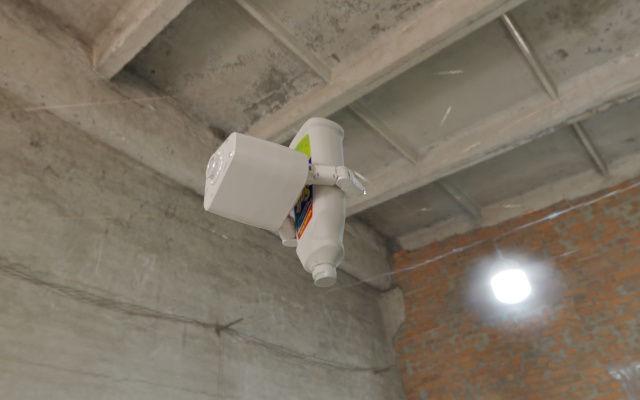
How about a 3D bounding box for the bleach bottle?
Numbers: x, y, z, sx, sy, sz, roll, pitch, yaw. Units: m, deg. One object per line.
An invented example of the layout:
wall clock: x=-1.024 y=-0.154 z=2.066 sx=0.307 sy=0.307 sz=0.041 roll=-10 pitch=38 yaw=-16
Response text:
bleach bottle: x=0.000 y=0.002 z=0.686 sx=0.068 sy=0.250 sz=0.103 roll=16 pitch=-43 yaw=-26
